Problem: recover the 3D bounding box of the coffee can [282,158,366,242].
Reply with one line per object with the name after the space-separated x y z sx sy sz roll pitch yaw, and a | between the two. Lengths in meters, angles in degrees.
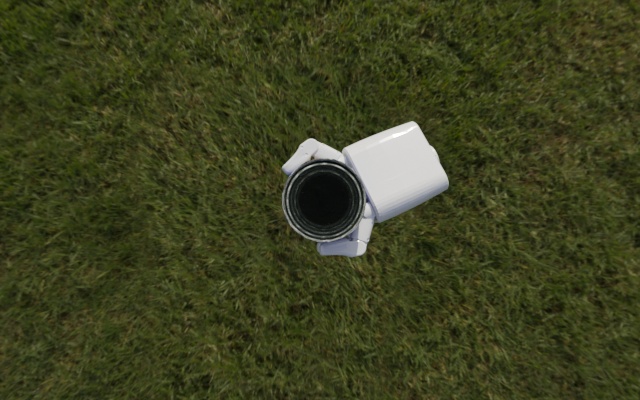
0.000 0.002 0.643 0.103 0.103 0.140 0 -2 -4 | coffee can
